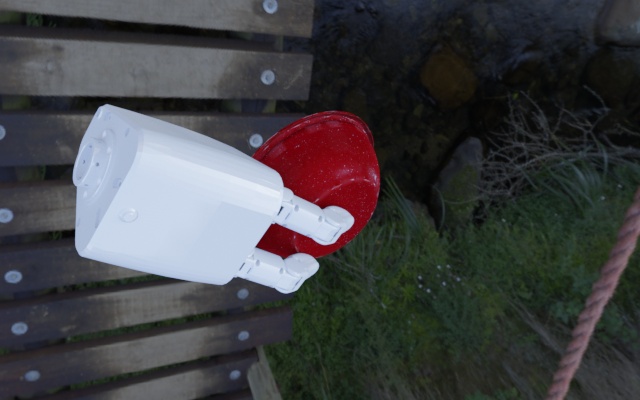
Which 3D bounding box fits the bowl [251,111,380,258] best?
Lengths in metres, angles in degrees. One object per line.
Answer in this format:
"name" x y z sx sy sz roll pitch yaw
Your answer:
"bowl" 0.001 0.002 0.440 0.162 0.162 0.055 0 38 -45
